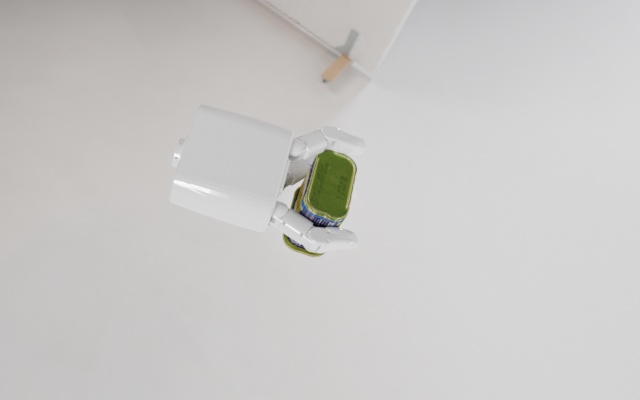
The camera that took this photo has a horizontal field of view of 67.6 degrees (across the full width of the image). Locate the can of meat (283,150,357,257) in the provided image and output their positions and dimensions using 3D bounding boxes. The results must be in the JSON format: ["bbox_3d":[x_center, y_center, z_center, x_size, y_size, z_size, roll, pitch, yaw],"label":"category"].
[{"bbox_3d":[0.000,0.002,0.564,0.057,0.102,0.084,20,-39,-8],"label":"can of meat"}]
